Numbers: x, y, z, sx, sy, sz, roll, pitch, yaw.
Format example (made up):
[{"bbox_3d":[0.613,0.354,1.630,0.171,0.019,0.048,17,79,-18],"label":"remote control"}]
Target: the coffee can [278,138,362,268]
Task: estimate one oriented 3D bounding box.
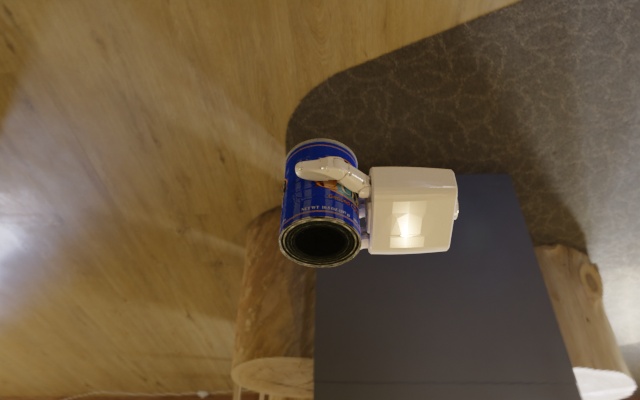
[{"bbox_3d":[0.000,0.002,0.631,0.103,0.140,0.103,1,-42,1],"label":"coffee can"}]
